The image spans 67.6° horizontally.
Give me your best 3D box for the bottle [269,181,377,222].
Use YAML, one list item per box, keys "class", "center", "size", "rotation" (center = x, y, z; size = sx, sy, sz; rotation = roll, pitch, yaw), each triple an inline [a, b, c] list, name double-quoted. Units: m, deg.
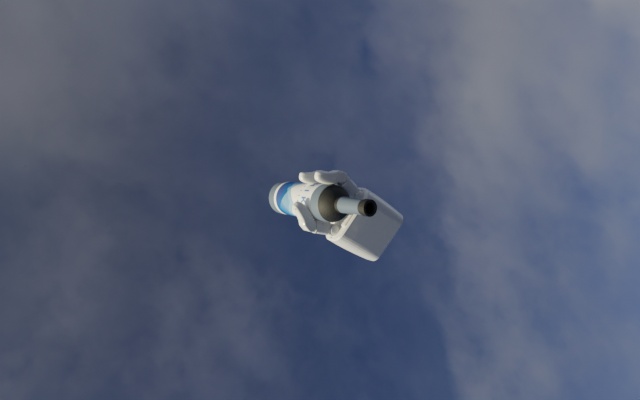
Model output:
- class: "bottle"
  center: [0.000, 0.003, 0.862]
  size: [0.069, 0.069, 0.295]
  rotation: [0, 3, -32]
